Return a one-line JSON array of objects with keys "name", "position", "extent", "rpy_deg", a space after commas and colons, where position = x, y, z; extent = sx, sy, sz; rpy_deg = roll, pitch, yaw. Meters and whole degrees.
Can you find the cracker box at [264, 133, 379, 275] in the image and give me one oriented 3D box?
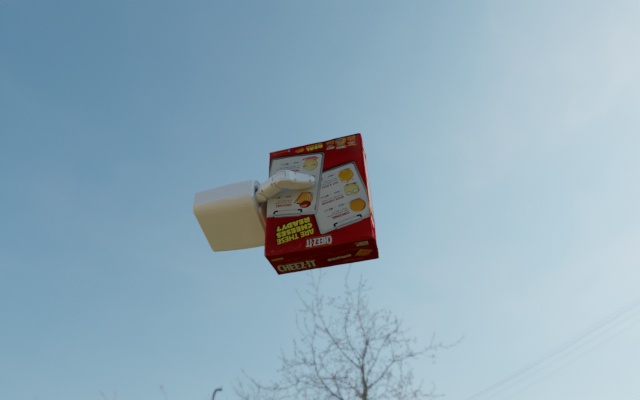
[{"name": "cracker box", "position": [0.000, 0.002, 0.768], "extent": [0.164, 0.213, 0.072], "rpy_deg": [-11, -39, 10]}]
